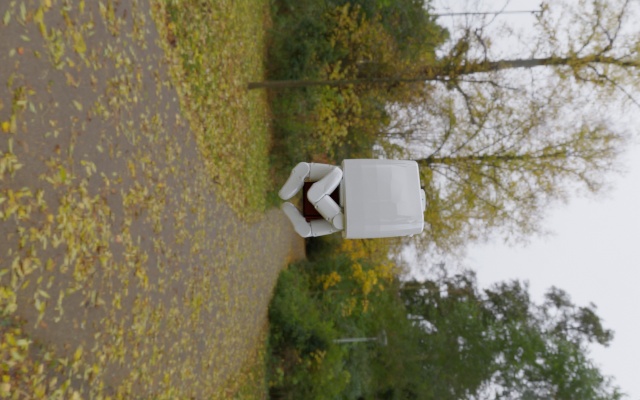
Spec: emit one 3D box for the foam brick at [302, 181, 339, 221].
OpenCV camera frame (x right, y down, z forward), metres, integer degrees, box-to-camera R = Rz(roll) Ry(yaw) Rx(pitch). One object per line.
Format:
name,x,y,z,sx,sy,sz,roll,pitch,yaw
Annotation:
foam brick,0.000,0.002,0.714,0.051,0.053,0.078,-2,-6,-1
